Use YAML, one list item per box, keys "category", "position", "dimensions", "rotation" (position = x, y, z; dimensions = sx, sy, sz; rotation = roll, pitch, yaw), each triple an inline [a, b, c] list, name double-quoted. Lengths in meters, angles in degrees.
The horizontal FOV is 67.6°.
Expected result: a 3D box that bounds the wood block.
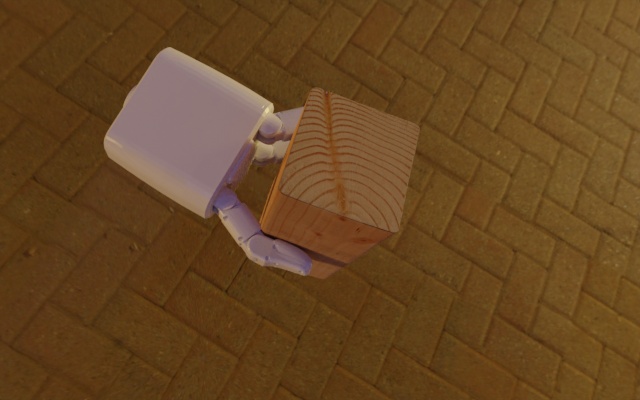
- category: "wood block"
  position: [0.000, 0.002, 0.433]
  dimensions: [0.090, 0.090, 0.206]
  rotation: [19, -21, -7]
